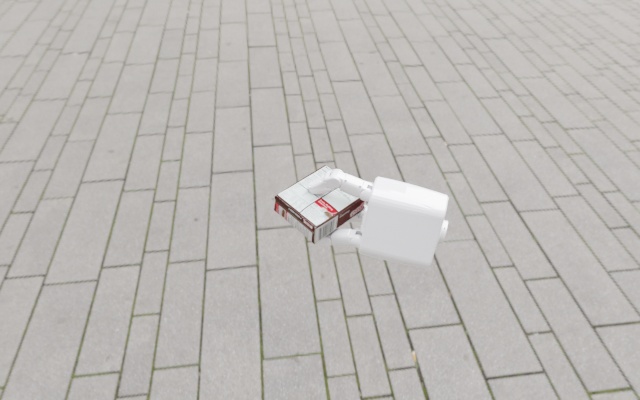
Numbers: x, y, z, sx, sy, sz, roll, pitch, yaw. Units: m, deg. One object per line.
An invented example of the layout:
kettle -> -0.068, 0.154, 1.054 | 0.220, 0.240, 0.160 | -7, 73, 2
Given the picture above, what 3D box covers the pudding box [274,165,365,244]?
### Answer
pudding box -> 0.000, 0.002, 0.725 | 0.113, 0.039, 0.090 | -32, 56, -34
